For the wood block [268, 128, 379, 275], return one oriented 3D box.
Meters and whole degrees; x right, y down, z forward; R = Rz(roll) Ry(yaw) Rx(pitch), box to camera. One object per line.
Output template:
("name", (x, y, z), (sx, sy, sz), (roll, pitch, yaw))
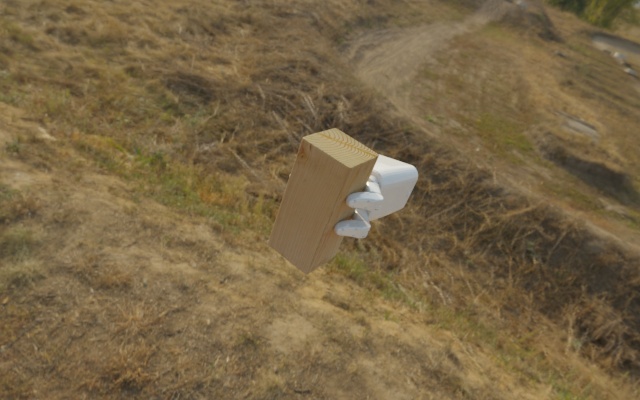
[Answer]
("wood block", (0.000, 0.002, 0.757), (0.091, 0.206, 0.090), (35, 34, 22))
